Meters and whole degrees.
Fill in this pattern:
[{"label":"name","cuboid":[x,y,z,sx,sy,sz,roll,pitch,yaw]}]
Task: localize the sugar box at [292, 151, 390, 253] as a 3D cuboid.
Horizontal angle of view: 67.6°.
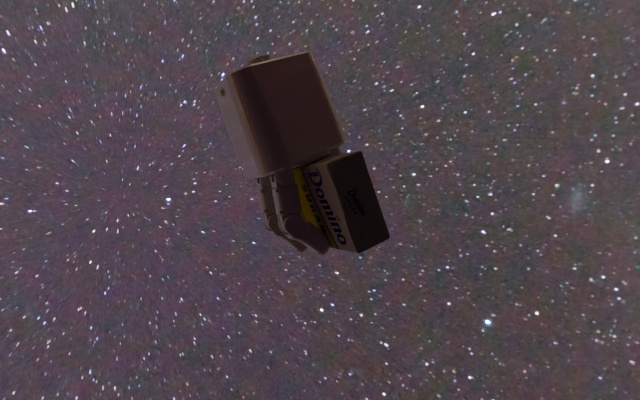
[{"label":"sugar box","cuboid":[0.000,0.002,0.525,0.048,0.093,0.176,-23,9,-21]}]
